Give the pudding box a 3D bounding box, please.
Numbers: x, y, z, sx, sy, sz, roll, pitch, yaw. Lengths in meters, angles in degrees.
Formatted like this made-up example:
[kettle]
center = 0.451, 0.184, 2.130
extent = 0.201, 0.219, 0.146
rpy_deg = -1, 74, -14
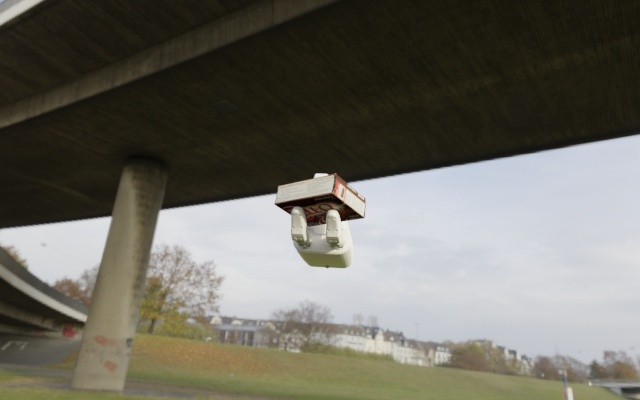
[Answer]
[pudding box]
center = 0.000, 0.002, 0.736
extent = 0.113, 0.039, 0.090
rpy_deg = -13, -31, 34
